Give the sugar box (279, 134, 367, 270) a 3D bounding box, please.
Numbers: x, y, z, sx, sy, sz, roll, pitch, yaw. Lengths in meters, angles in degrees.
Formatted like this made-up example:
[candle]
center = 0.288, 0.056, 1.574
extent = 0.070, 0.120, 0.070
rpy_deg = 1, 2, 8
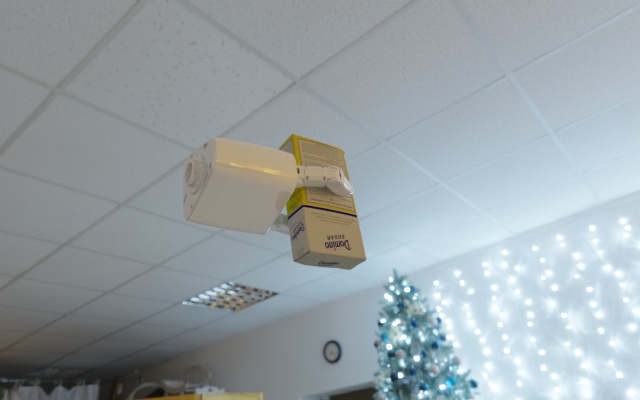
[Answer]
[sugar box]
center = 0.000, 0.002, 0.642
extent = 0.093, 0.176, 0.048
rpy_deg = 13, -34, -33
